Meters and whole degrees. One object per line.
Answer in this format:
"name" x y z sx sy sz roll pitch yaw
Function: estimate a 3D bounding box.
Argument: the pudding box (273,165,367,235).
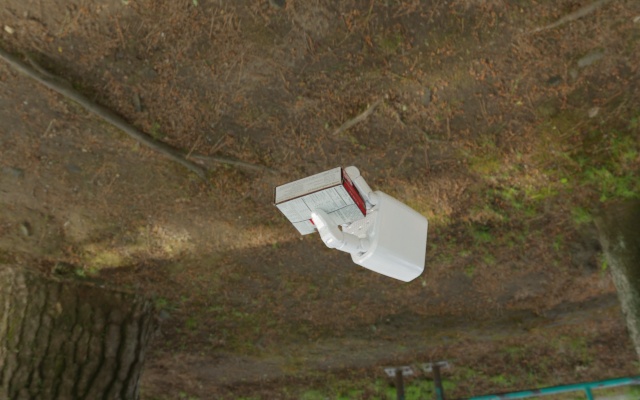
"pudding box" 0.000 0.002 0.704 0.113 0.039 0.090 -18 -43 19
